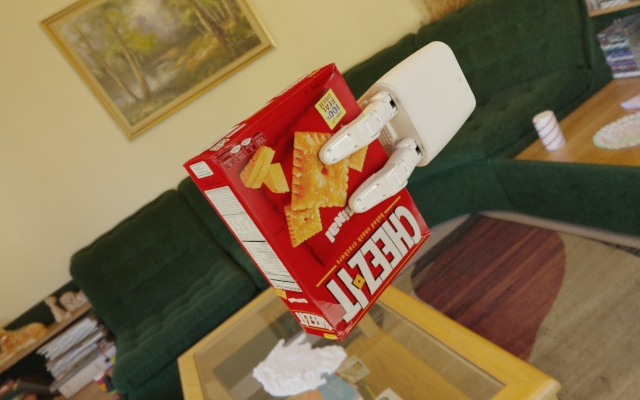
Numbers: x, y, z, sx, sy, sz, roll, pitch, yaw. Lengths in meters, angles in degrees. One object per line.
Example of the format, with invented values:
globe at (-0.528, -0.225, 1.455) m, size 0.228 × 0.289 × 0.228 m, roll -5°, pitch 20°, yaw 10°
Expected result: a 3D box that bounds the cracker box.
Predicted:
cracker box at (0.000, 0.001, 0.470) m, size 0.164 × 0.214 × 0.072 m, roll -43°, pitch 20°, yaw -29°
